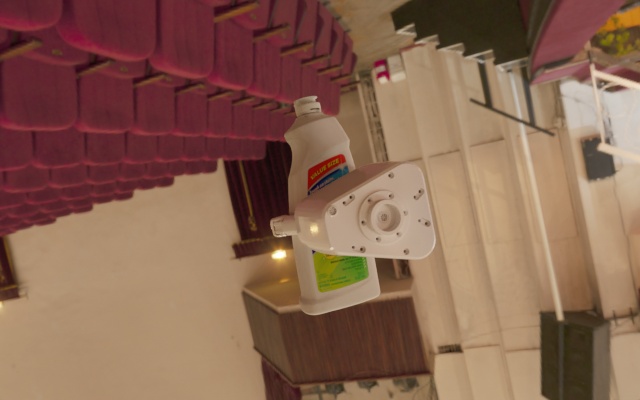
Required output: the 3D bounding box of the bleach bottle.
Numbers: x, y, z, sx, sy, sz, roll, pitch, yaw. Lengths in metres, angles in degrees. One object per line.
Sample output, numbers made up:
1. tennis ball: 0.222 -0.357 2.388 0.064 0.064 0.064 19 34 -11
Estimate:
1. bleach bottle: 0.000 0.002 0.580 0.102 0.251 0.068 -13 3 -14
